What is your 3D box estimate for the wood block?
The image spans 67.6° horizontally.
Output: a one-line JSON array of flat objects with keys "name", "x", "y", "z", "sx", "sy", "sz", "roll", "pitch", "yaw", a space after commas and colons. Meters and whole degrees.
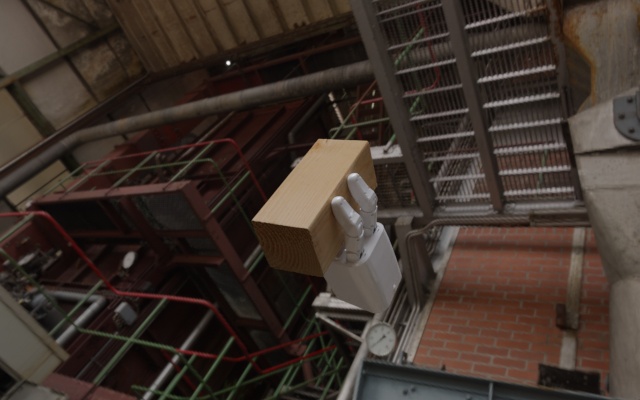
[{"name": "wood block", "x": 0.000, "y": 0.003, "z": 0.701, "sx": 0.091, "sy": 0.090, "sz": 0.206, "roll": 5, "pitch": 40, "yaw": 29}]
